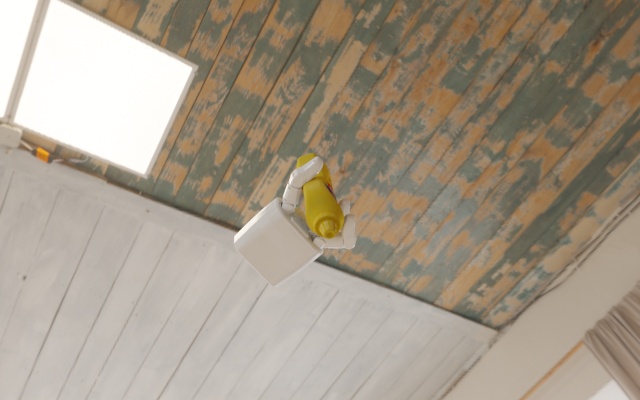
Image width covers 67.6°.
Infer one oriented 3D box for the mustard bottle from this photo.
[{"bbox_3d":[0.000,0.002,0.776,0.058,0.096,0.191,-18,31,2],"label":"mustard bottle"}]
